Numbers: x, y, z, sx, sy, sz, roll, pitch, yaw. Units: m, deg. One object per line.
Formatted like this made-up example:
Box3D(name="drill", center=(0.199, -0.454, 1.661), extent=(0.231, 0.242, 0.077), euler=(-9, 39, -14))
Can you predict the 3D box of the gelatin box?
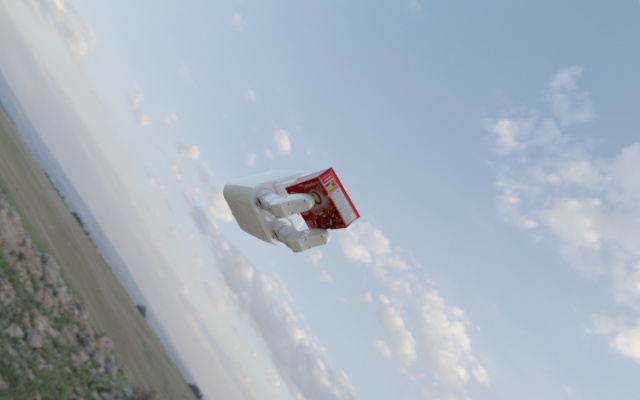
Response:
Box3D(name="gelatin box", center=(0.001, 0.002, 0.613), extent=(0.030, 0.073, 0.089), euler=(-37, 13, -31))
